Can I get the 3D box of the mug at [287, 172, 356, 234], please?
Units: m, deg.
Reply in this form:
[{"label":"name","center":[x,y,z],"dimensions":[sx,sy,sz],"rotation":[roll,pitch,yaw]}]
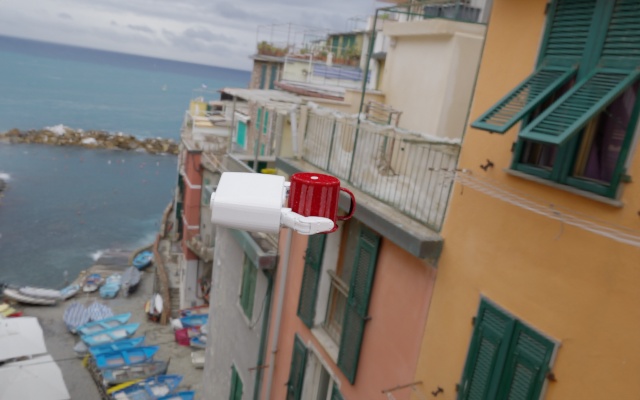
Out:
[{"label":"mug","center":[0.002,0.003,0.781],"dimensions":[0.117,0.081,0.093],"rotation":[6,14,-5]}]
